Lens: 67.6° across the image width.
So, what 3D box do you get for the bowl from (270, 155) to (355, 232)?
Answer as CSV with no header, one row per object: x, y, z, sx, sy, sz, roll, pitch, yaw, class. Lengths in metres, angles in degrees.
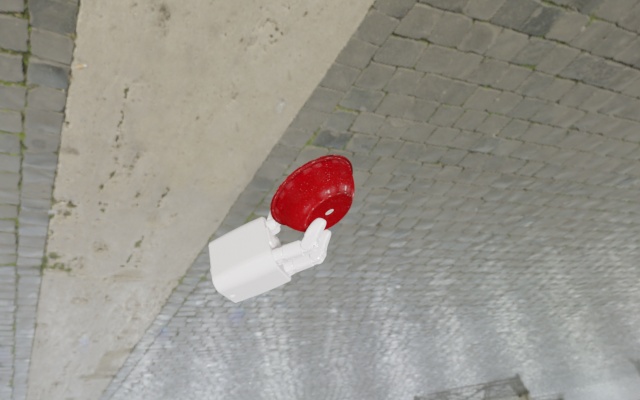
0.001,0.002,0.789,0.162,0.162,0.055,0,43,-46,bowl
